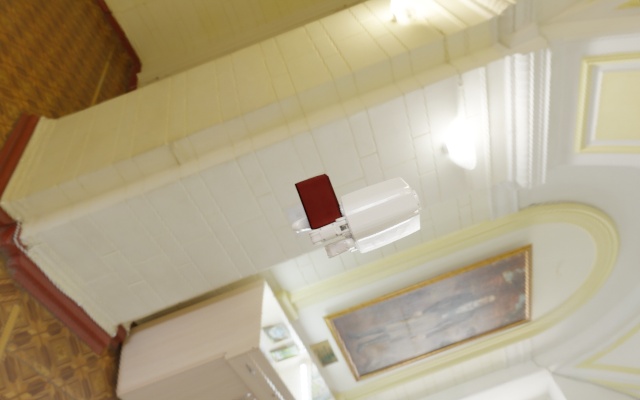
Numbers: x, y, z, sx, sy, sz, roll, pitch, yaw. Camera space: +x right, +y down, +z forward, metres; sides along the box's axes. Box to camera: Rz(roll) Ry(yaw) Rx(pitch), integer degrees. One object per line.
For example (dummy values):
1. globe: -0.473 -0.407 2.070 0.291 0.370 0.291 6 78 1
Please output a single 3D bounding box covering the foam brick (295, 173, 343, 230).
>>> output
1. foam brick: 0.000 0.002 0.755 0.051 0.078 0.053 -21 -6 8
